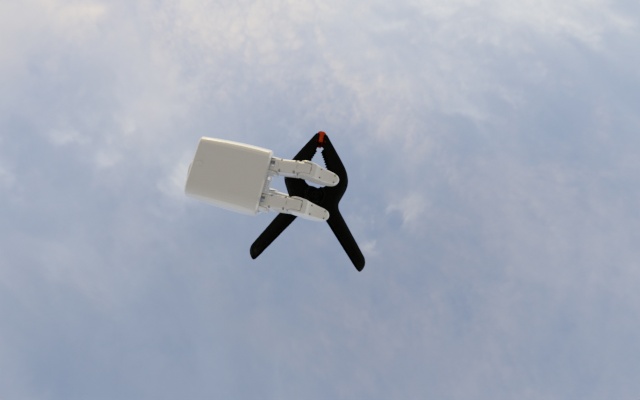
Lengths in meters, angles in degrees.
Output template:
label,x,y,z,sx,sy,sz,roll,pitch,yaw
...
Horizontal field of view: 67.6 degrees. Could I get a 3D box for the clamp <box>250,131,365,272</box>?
label,x,y,z,sx,sy,sz,roll,pitch,yaw
clamp,0.000,0.002,0.703,0.164,0.210,0.036,14,-16,-4
